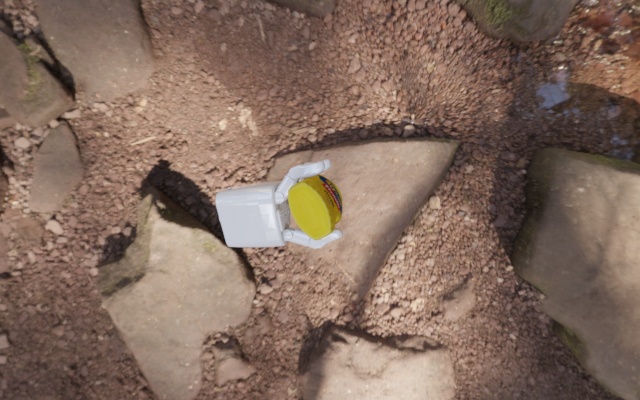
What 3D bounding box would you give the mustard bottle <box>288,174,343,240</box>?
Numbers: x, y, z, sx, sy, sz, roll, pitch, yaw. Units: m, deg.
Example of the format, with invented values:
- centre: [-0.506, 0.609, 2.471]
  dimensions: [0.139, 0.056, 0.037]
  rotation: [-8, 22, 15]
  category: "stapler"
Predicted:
- centre: [0.000, 0.003, 0.834]
  dimensions: [0.058, 0.096, 0.191]
  rotation: [-29, 3, 14]
  category: "mustard bottle"
